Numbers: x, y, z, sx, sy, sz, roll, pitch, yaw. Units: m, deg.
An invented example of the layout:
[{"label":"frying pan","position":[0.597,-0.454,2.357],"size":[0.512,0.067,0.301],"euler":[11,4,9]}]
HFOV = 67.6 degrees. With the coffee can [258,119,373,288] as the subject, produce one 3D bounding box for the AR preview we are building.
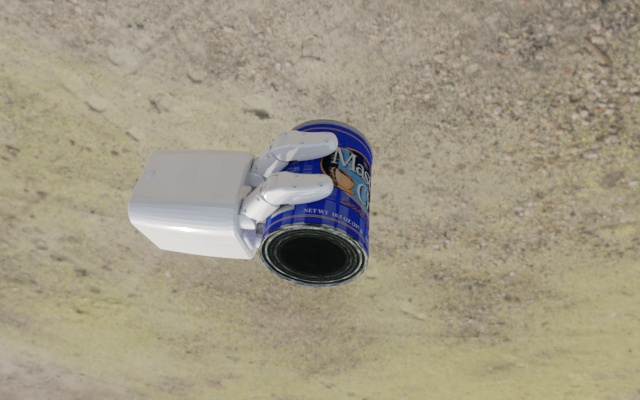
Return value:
[{"label":"coffee can","position":[0.000,0.002,0.486],"size":[0.103,0.140,0.103],"euler":[4,-40,4]}]
